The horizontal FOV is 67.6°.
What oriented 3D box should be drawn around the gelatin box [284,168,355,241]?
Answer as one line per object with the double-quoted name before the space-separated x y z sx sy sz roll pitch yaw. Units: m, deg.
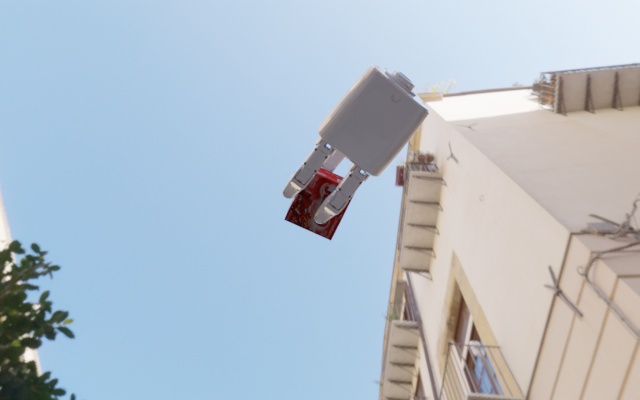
"gelatin box" 0.000 0.002 0.659 0.073 0.089 0.030 24 28 -4
